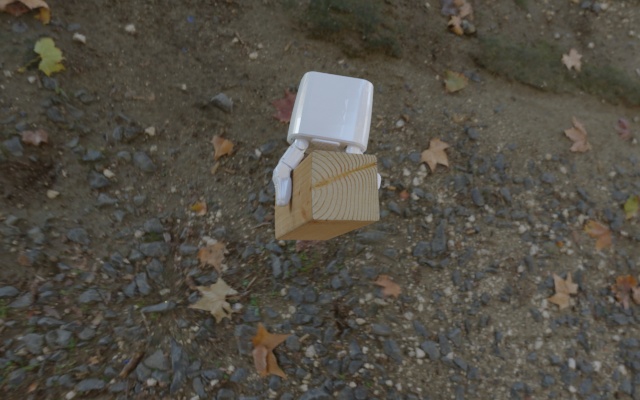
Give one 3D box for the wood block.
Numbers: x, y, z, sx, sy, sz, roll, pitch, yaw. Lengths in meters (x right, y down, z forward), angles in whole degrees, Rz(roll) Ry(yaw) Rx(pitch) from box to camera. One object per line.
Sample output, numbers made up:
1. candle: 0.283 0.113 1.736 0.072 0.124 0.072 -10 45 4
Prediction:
1. wood block: 0.000 0.002 0.693 0.091 0.090 0.206 3 -12 -17
